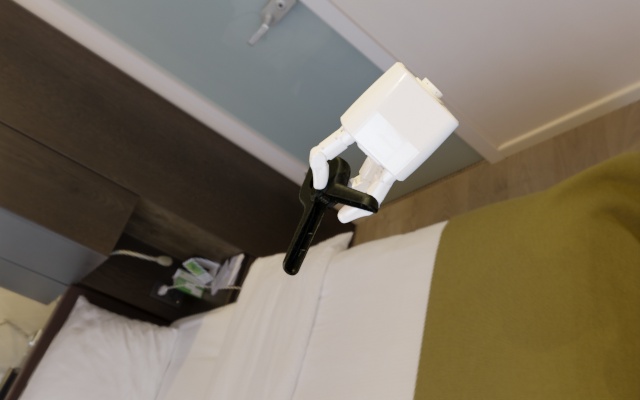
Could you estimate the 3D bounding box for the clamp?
[{"bbox_3d":[0.000,0.001,0.689,0.036,0.164,0.209,38,21,-27],"label":"clamp"}]
